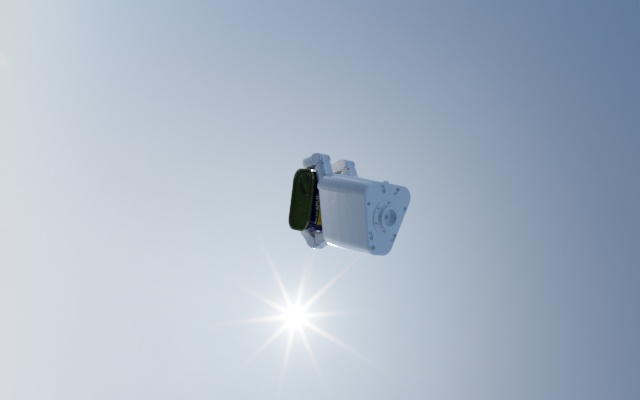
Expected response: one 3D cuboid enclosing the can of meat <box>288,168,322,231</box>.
[{"bbox_3d":[0.000,0.003,0.797,0.084,0.102,0.057,8,-1,-35],"label":"can of meat"}]
